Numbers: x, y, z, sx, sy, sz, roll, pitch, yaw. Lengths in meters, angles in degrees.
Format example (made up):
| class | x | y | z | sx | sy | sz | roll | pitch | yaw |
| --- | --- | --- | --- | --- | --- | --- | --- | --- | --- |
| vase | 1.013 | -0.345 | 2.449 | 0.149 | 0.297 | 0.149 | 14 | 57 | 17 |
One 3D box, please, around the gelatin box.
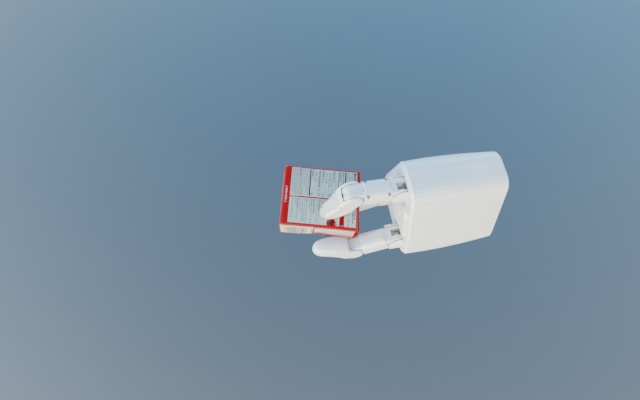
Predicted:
| class | x | y | z | sx | sy | sz | roll | pitch | yaw |
| --- | --- | --- | --- | --- | --- | --- | --- | --- | --- |
| gelatin box | 0.000 | 0.002 | 0.544 | 0.089 | 0.073 | 0.030 | 5 | -23 | -4 |
